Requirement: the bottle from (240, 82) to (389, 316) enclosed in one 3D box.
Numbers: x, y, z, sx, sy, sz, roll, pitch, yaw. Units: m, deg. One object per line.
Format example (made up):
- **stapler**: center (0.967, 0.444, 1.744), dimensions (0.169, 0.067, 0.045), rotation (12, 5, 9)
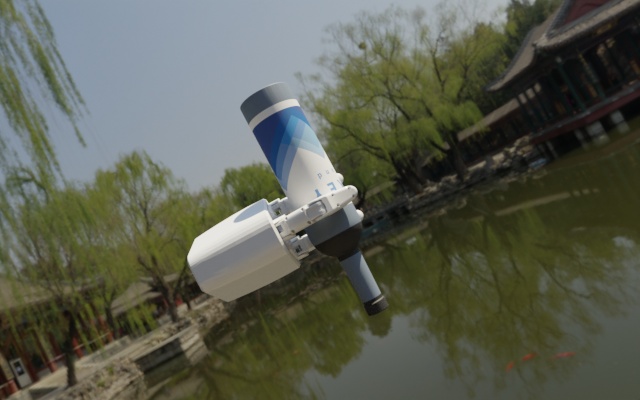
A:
- **bottle**: center (0.000, 0.002, 0.578), dimensions (0.069, 0.295, 0.069), rotation (-28, -3, -2)
